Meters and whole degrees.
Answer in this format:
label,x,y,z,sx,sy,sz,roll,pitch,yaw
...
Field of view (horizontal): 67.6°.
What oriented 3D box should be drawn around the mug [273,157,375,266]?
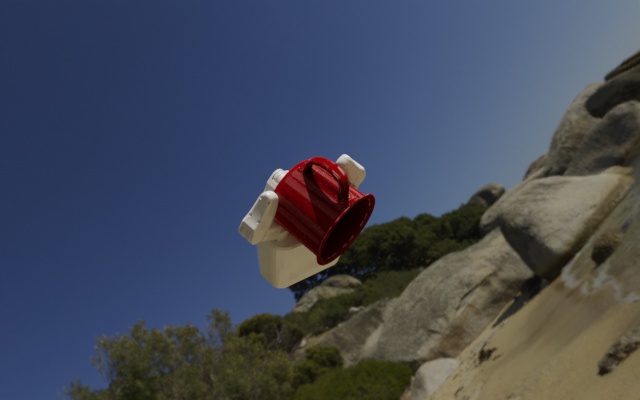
label,x,y,z,sx,sy,sz,roll,pitch,yaw
mug,0.000,0.001,0.507,0.081,0.117,0.093,38,57,21
